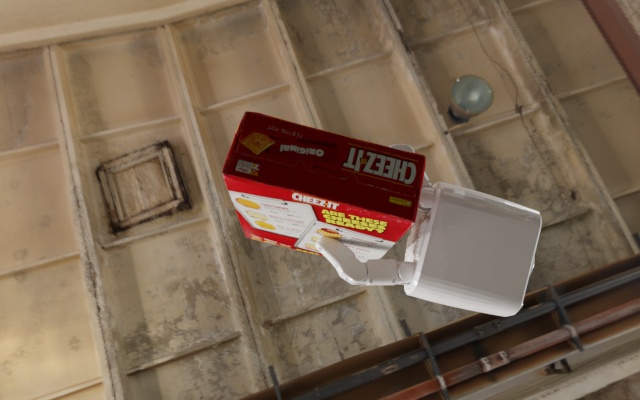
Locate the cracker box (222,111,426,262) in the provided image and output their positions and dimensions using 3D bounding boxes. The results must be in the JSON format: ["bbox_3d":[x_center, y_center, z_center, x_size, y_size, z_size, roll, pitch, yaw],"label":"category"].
[{"bbox_3d":[0.000,0.002,0.494,0.164,0.072,0.214,14,-19,1],"label":"cracker box"}]
